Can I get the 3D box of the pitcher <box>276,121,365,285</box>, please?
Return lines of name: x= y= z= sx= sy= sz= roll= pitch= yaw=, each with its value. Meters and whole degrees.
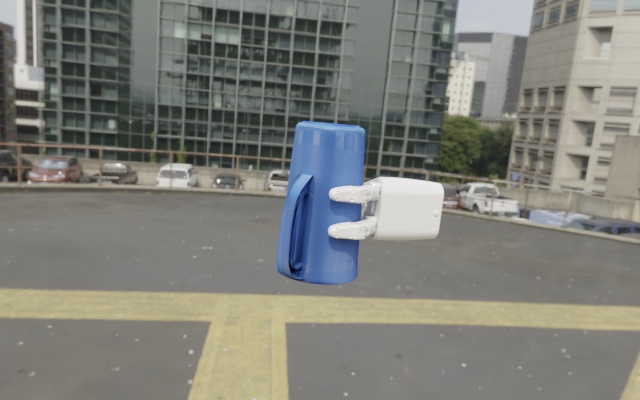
pitcher: x=0.000 y=0.002 z=0.742 sx=0.145 sy=0.243 sz=0.149 roll=3 pitch=10 yaw=-14
